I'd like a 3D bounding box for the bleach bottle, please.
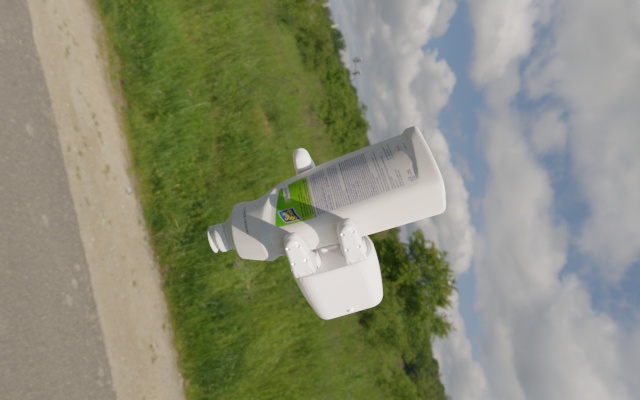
[{"bbox_3d":[0.000,0.002,0.521,0.251,0.102,0.068,-16,-42,3],"label":"bleach bottle"}]
